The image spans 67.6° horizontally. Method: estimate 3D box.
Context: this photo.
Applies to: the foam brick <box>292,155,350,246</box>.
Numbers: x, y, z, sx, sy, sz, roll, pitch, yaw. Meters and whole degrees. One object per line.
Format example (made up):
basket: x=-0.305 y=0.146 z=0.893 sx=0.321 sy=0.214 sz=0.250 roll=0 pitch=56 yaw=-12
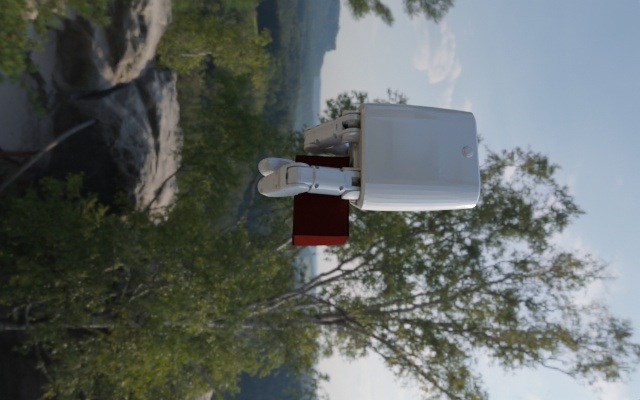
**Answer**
foam brick: x=0.000 y=0.002 z=0.453 sx=0.051 sy=0.078 sz=0.053 roll=2 pitch=-14 yaw=-4
